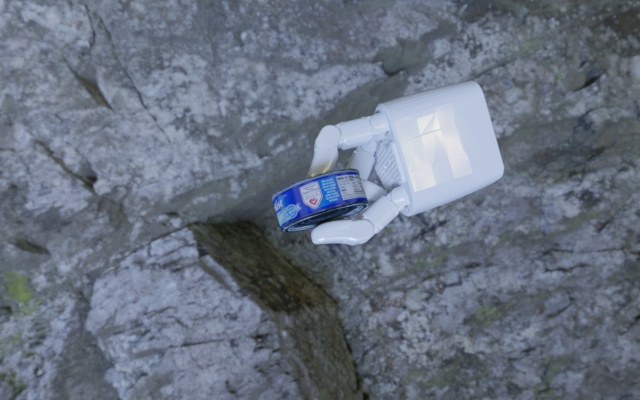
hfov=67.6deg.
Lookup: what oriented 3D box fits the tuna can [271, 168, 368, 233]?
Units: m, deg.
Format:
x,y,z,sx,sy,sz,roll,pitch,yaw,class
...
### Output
x,y,z,sx,sy,sz,roll,pitch,yaw,class
0.000,0.002,0.443,0.086,0.033,0.086,-17,-10,-3,tuna can
